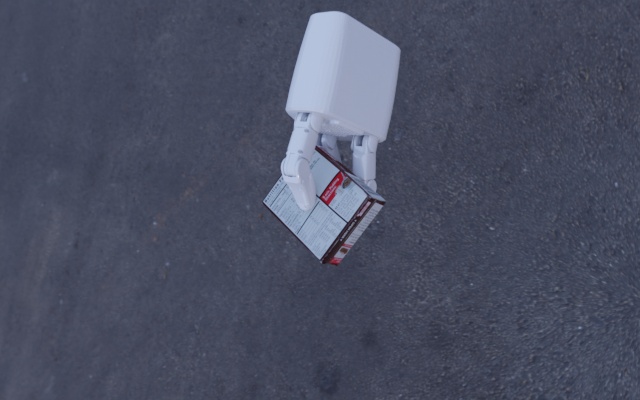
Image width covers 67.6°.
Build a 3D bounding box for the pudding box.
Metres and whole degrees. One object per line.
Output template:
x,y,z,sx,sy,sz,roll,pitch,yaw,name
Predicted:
0.000,0.002,0.518,0.113,0.090,0.039,43,14,34,pudding box
